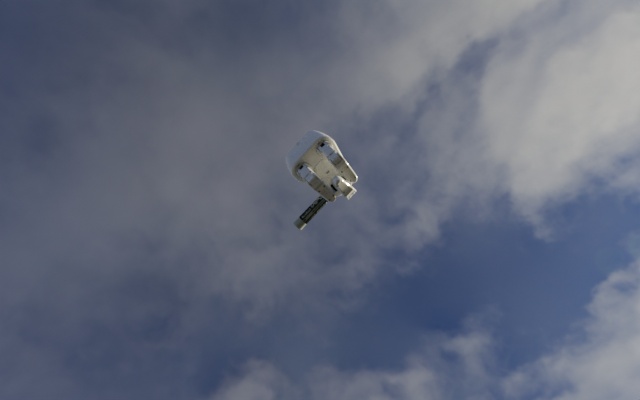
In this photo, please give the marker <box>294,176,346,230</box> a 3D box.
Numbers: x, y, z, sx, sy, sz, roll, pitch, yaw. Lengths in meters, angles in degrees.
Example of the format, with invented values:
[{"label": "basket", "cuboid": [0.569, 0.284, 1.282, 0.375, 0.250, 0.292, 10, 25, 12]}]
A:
[{"label": "marker", "cuboid": [0.000, 0.003, 0.841, 0.020, 0.121, 0.020, 44, 3, -3]}]
